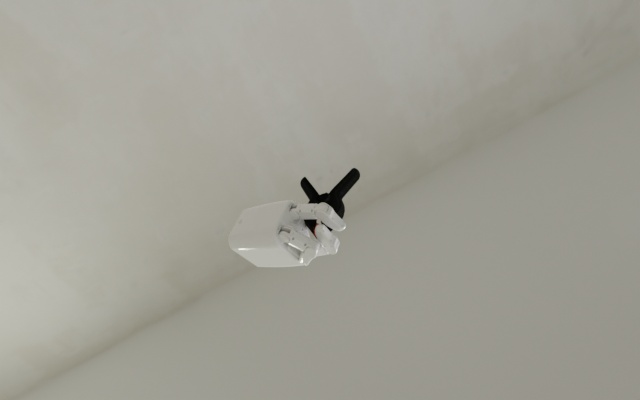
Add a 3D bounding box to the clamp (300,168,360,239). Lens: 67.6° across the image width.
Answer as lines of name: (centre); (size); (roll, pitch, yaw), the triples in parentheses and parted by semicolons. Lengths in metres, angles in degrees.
clamp: (0.000, 0.003, 0.886); (0.120, 0.039, 0.171); (-8, 38, 29)
